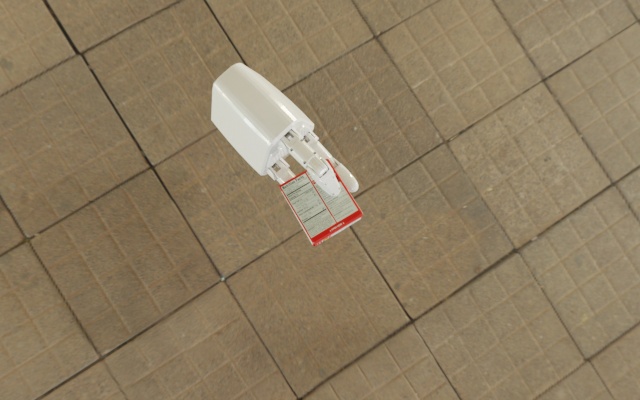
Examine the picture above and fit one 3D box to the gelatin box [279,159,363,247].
[{"bbox_3d":[0.000,0.002,0.607,0.073,0.089,0.030,-31,-12,-6],"label":"gelatin box"}]
